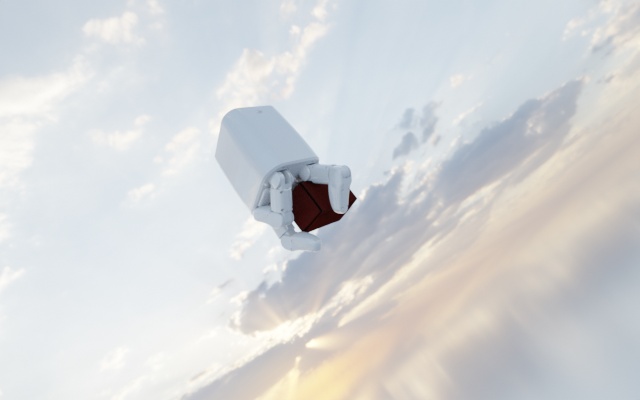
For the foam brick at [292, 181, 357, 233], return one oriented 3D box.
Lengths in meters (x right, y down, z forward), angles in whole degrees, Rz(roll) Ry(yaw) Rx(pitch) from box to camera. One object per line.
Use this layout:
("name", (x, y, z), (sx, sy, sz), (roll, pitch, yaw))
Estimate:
("foam brick", (0.000, 0.002, 0.647), (0.078, 0.051, 0.053), (-17, -27, -48))
